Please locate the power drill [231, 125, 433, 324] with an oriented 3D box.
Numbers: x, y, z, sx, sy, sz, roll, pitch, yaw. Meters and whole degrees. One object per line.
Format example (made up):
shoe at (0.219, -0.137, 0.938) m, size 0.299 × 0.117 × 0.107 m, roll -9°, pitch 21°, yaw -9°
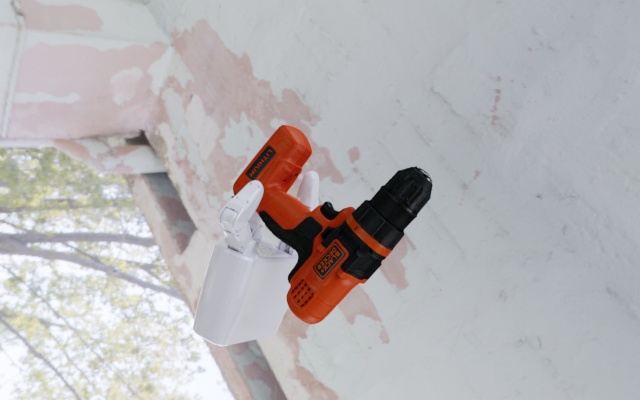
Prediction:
power drill at (0.000, 0.002, 0.491) m, size 0.057 × 0.184 × 0.187 m, roll 30°, pitch 15°, yaw -51°
